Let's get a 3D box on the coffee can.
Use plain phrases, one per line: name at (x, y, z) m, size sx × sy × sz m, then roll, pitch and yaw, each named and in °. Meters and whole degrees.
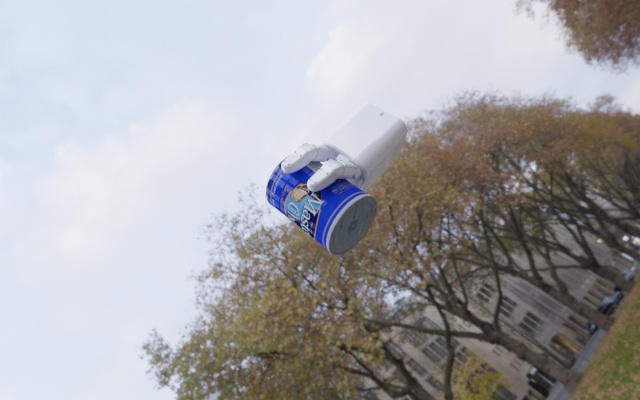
coffee can at (0.000, 0.003, 0.729) m, size 0.140 × 0.103 × 0.103 m, roll 36°, pitch 20°, yaw 30°
